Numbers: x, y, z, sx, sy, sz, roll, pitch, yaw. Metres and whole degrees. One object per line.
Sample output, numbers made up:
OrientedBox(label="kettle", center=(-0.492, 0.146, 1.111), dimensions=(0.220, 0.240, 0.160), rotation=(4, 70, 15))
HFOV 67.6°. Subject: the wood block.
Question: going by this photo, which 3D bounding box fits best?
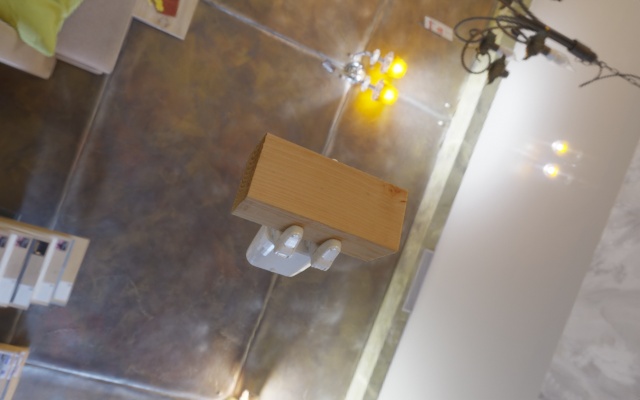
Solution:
OrientedBox(label="wood block", center=(0.000, 0.002, 0.632), dimensions=(0.206, 0.090, 0.090), rotation=(21, -23, -17))
